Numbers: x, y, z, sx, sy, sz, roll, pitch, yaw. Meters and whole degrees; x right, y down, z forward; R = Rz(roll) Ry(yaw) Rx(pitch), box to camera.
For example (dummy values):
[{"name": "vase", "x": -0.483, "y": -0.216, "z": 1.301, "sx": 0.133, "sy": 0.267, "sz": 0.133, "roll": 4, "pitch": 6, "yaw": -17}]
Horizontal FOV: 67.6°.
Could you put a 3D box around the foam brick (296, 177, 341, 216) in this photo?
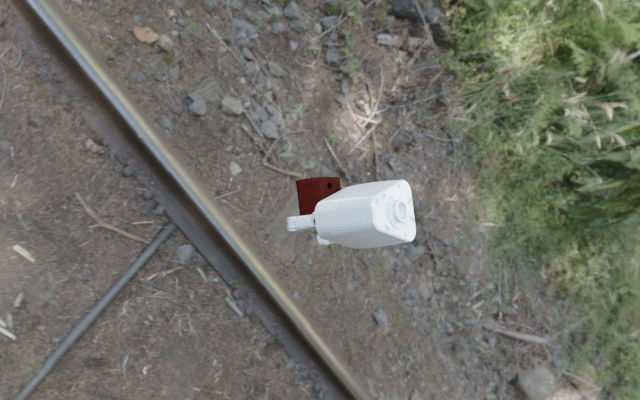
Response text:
[{"name": "foam brick", "x": 0.000, "y": 0.002, "z": 0.760, "sx": 0.051, "sy": 0.078, "sz": 0.053, "roll": -10, "pitch": -4, "yaw": 42}]
